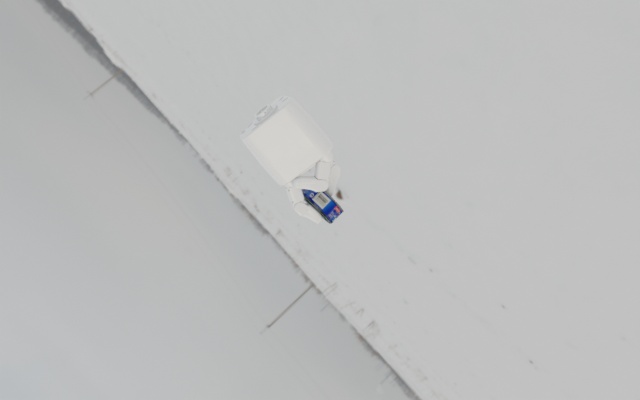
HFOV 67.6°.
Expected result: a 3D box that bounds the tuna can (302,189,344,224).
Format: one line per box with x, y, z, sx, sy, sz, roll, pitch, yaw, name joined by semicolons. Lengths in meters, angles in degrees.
0.000;0.003;0.869;0.086;0.034;0.086;43;-5;5;tuna can
